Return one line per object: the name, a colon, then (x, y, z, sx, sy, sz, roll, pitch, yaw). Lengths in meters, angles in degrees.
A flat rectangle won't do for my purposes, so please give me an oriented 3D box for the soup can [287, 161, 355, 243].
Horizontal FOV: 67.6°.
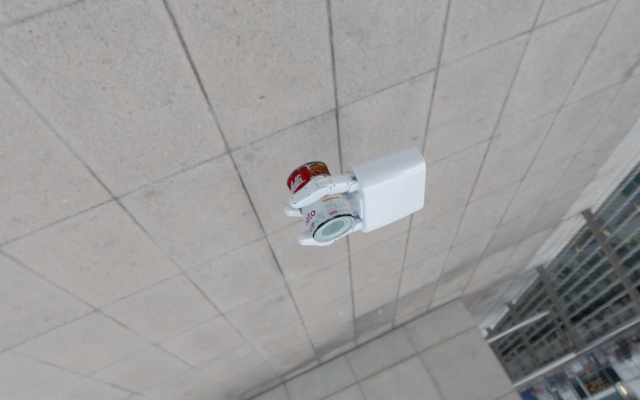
soup can: (0.000, 0.003, 0.701, 0.068, 0.102, 0.068, -20, -29, -12)
